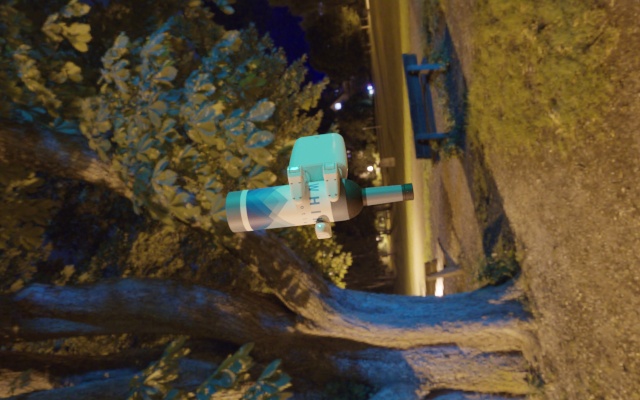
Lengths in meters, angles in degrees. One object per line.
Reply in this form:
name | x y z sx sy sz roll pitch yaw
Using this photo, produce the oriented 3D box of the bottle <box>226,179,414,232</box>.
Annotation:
bottle | 0.000 0.003 0.767 0.296 0.069 0.069 -7 -1 7
